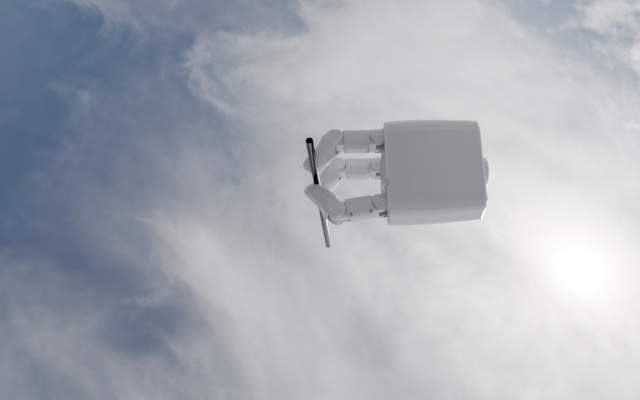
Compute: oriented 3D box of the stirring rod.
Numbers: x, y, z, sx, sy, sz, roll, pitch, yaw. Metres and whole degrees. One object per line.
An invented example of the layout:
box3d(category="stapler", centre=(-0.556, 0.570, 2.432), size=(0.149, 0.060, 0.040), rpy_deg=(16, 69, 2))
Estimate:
box3d(category="stirring rod", centre=(0.000, 0.002, 0.587), size=(0.011, 0.011, 0.240), rpy_deg=(0, -31, 6))
